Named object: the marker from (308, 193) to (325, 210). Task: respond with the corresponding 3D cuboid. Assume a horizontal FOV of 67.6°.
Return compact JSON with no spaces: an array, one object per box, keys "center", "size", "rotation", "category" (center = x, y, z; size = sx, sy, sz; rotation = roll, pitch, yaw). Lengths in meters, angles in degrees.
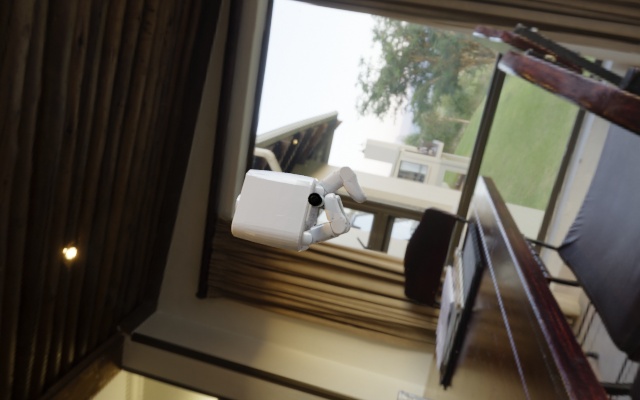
[{"center":[0.000,0.002,0.702],"size":[0.020,0.020,0.121],"rotation":[0,-4,9],"category":"marker"}]
